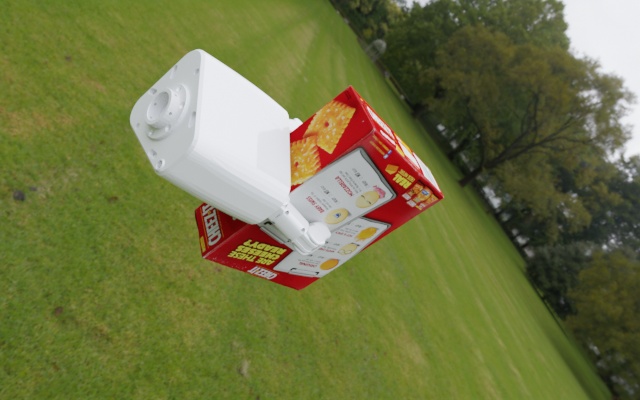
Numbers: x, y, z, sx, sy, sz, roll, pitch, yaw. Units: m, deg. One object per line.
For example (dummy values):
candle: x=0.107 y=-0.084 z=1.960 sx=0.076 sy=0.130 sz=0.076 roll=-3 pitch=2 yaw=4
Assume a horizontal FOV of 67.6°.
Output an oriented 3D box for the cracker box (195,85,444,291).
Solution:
cracker box: x=0.000 y=0.002 z=0.512 sx=0.214 sy=0.072 sz=0.164 roll=-35 pitch=-38 yaw=19
